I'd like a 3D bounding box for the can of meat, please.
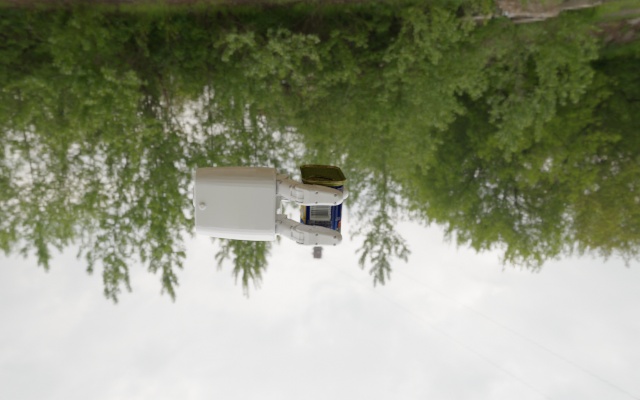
[{"bbox_3d":[0.000,0.002,0.652,0.057,0.084,0.102,1,16,-6],"label":"can of meat"}]
